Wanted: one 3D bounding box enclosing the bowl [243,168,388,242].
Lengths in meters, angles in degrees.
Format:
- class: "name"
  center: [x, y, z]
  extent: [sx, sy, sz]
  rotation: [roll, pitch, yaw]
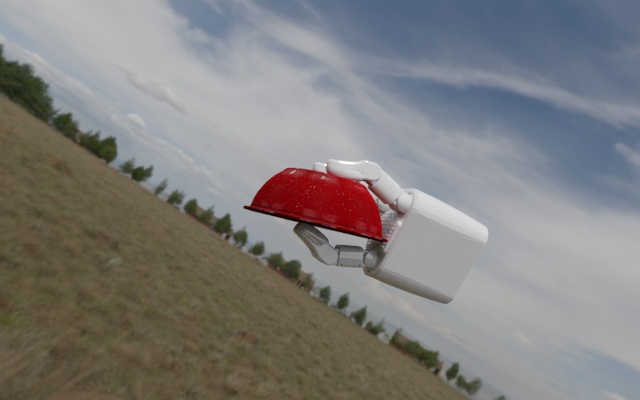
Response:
- class: "bowl"
  center: [-0.001, 0.001, 0.523]
  extent: [0.162, 0.055, 0.162]
  rotation: [13, -4, 1]
